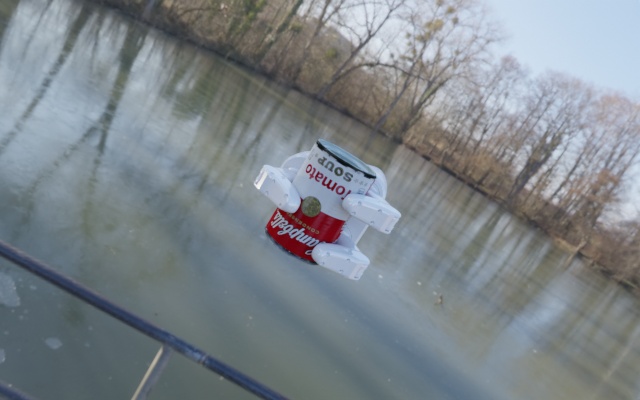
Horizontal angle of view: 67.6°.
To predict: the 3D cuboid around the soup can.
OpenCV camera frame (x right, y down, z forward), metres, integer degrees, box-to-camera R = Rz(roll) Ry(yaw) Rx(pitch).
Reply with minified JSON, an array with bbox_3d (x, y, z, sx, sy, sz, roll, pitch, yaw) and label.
[{"bbox_3d":[0.000,0.001,0.457,0.068,0.102,0.068,30,14,-8],"label":"soup can"}]
